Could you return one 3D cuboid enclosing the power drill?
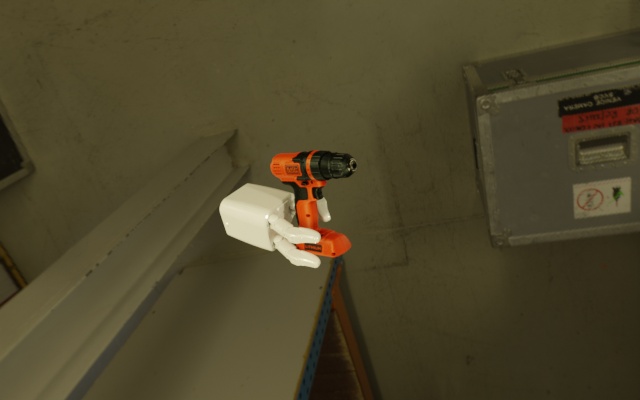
[{"bbox_3d":[0.000,0.003,0.842,0.184,0.188,0.057,5,22,44],"label":"power drill"}]
